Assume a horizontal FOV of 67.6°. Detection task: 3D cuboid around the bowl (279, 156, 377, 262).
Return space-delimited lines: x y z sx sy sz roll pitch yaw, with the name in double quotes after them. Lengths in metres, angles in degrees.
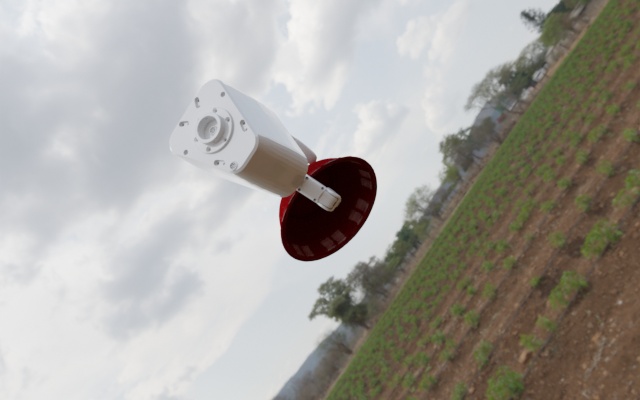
0.000 0.003 0.651 0.162 0.162 0.055 0 29 -43 "bowl"
